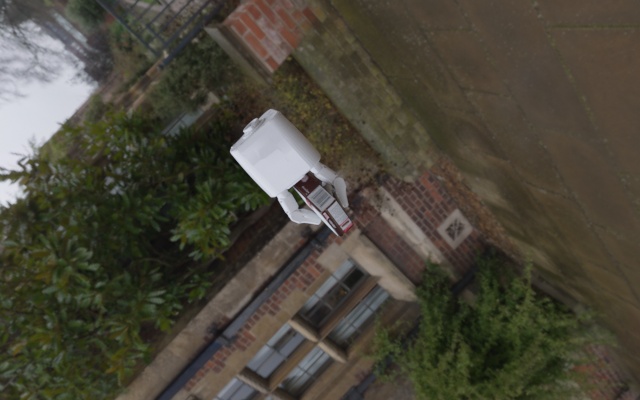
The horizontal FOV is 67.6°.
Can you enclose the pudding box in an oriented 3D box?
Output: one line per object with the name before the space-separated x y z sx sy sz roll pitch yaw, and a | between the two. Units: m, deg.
pudding box | 0.000 0.003 0.844 0.113 0.039 0.090 46 -3 41
